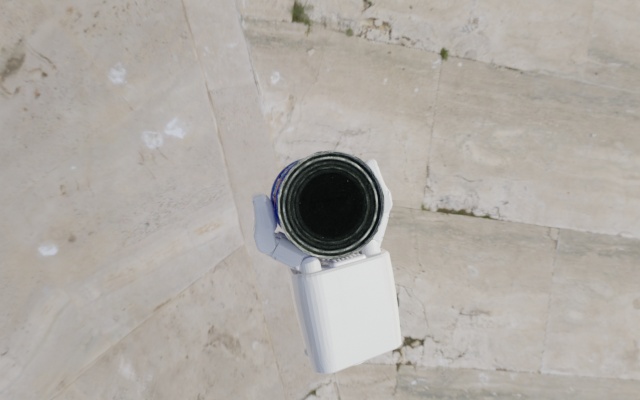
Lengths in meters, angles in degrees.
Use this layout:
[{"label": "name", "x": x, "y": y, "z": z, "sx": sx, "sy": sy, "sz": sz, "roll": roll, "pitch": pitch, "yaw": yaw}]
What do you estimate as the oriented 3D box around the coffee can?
[{"label": "coffee can", "x": 0.000, "y": 0.001, "z": 0.513, "sx": 0.103, "sy": 0.103, "sz": 0.140, "roll": 0, "pitch": 2, "yaw": -8}]
